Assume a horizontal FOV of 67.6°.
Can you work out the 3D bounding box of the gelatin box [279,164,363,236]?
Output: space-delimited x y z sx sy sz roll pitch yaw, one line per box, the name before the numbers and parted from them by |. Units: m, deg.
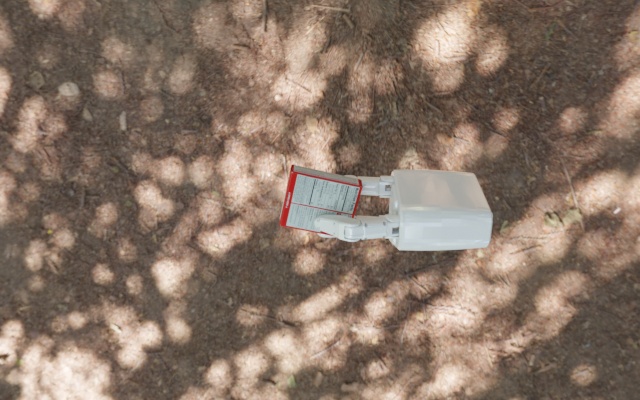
gelatin box | 0.000 0.002 0.583 0.089 0.073 0.030 11 23 -7
